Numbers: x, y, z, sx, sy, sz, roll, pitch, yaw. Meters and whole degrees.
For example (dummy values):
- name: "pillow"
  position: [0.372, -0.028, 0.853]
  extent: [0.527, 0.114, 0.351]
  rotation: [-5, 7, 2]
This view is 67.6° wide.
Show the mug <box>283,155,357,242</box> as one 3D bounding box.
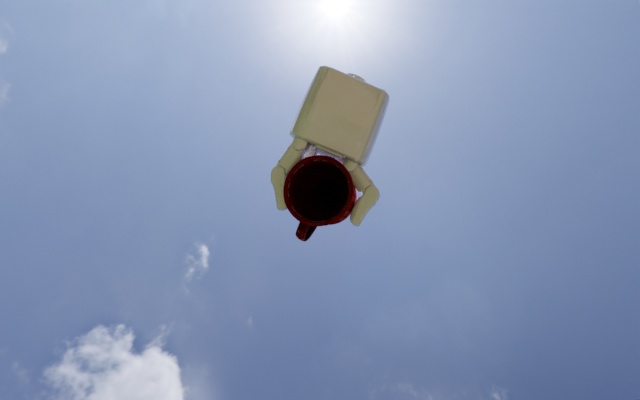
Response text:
- name: "mug"
  position: [0.000, 0.004, 0.653]
  extent: [0.093, 0.117, 0.081]
  rotation: [23, -1, 14]
